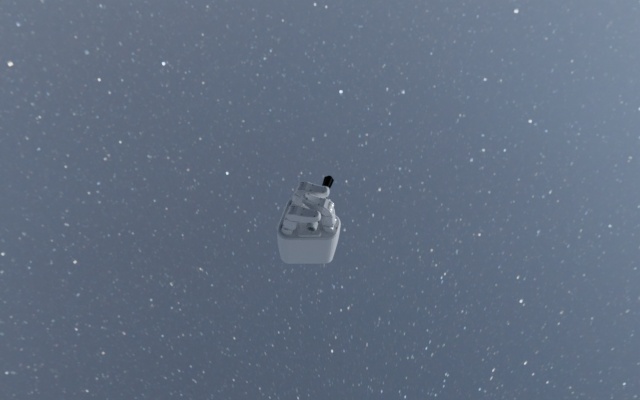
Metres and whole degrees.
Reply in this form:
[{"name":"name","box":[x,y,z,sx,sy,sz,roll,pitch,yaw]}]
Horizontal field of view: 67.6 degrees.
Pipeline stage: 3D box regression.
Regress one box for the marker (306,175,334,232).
[{"name":"marker","box":[0.000,0.003,0.859,0.020,0.121,0.020,14,-35,10]}]
